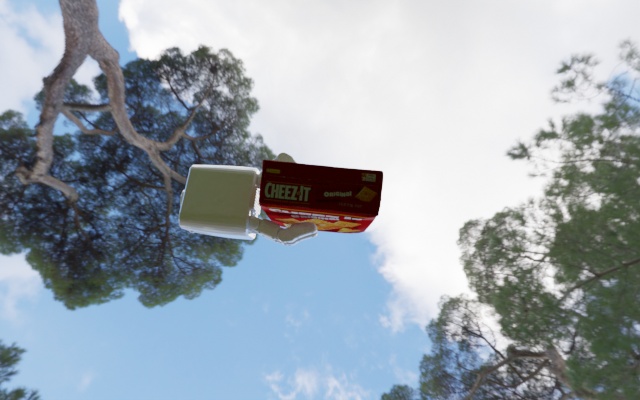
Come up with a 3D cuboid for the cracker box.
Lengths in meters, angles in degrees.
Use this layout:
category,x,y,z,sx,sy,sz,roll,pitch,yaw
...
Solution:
category,x,y,z,sx,sy,sz,roll,pitch,yaw
cracker box,0.000,0.002,0.734,0.164,0.072,0.214,5,-9,1
